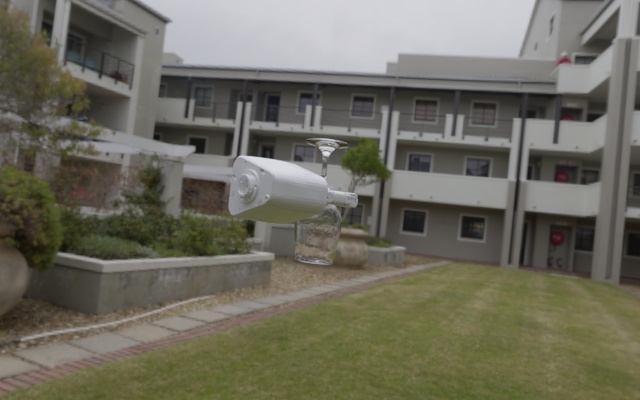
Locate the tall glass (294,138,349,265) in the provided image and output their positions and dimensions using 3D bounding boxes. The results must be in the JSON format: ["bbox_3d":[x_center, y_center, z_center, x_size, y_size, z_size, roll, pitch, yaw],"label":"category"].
[{"bbox_3d":[0.000,0.002,0.793,0.079,0.201,0.079,6,-2,0],"label":"tall glass"}]
